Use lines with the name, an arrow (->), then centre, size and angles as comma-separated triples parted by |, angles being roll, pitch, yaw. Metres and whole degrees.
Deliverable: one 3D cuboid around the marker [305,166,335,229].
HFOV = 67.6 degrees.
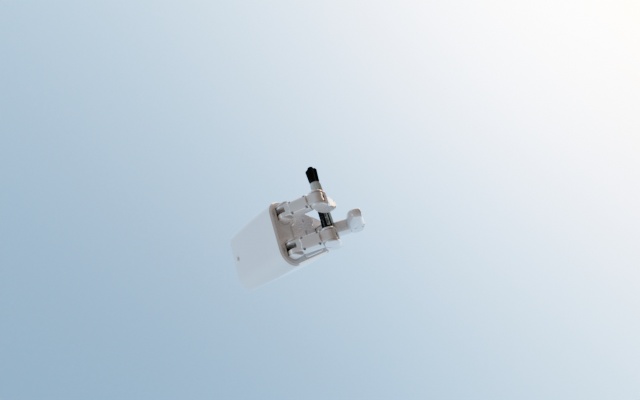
marker -> 0.000, 0.002, 0.710 | 0.020, 0.121, 0.020 | -15, -24, -7
